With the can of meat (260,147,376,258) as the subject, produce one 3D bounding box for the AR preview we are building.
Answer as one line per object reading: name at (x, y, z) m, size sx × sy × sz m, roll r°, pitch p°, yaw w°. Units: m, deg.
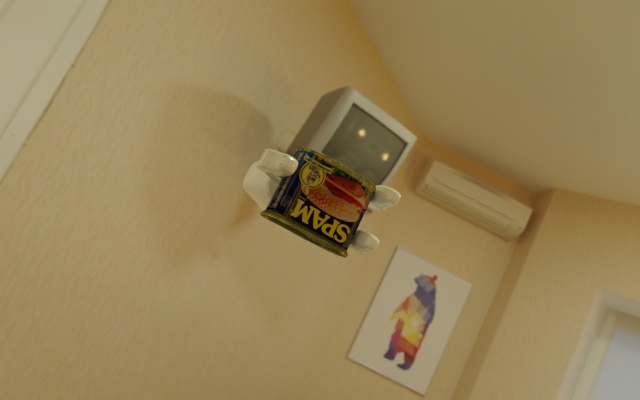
can of meat at (0.000, 0.001, 0.516) m, size 0.102 × 0.084 × 0.057 m, roll 30°, pitch -10°, yaw -21°
